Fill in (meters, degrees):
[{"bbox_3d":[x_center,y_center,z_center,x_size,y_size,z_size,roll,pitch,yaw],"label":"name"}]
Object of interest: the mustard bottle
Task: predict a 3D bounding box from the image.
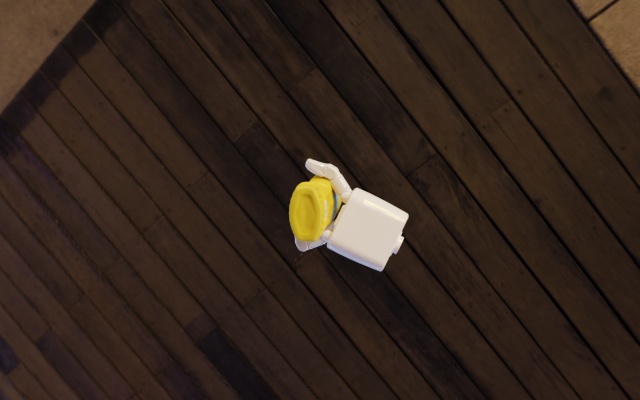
[{"bbox_3d":[0.000,0.003,0.855,0.058,0.096,0.191,1,13,15],"label":"mustard bottle"}]
